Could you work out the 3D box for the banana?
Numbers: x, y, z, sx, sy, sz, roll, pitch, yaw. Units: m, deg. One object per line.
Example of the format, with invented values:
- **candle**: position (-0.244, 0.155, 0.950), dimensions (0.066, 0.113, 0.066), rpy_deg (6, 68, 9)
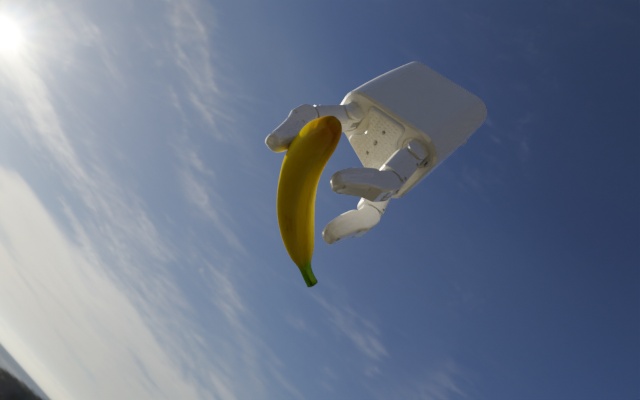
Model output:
- **banana**: position (-0.013, -0.006, 0.448), dimensions (0.037, 0.198, 0.069), rpy_deg (-29, 52, -33)
